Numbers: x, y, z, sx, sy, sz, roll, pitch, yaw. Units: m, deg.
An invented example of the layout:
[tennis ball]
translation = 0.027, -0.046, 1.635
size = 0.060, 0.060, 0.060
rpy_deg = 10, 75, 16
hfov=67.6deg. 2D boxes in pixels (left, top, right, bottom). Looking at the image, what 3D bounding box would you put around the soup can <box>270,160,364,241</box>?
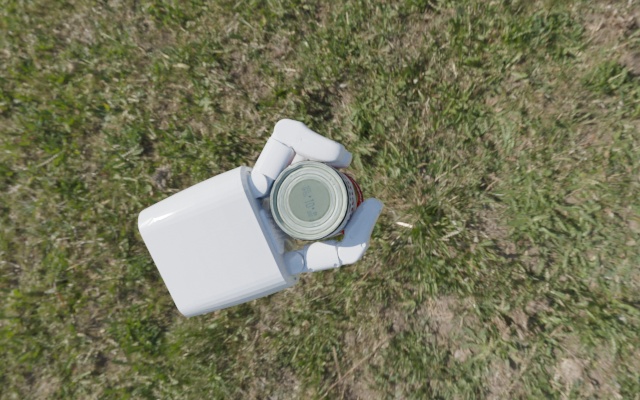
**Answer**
[soup can]
translation = 0.001, 0.001, 0.434
size = 0.068, 0.068, 0.102
rpy_deg = 0, -2, 12
